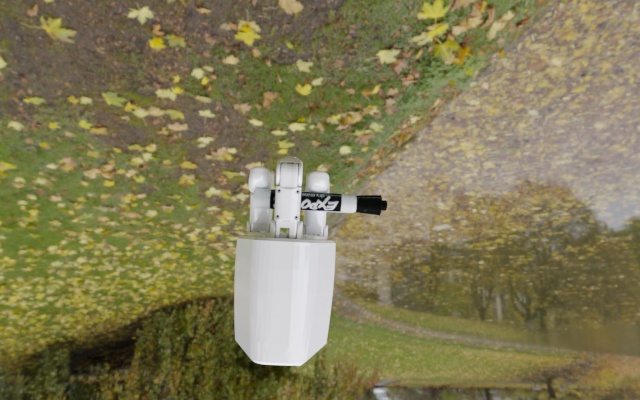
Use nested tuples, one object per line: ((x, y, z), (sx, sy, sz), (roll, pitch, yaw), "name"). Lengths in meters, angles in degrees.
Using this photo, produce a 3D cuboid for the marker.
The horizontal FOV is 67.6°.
((0.000, 0.001, 0.435), (0.121, 0.020, 0.020), (3, 0, -2), "marker")
